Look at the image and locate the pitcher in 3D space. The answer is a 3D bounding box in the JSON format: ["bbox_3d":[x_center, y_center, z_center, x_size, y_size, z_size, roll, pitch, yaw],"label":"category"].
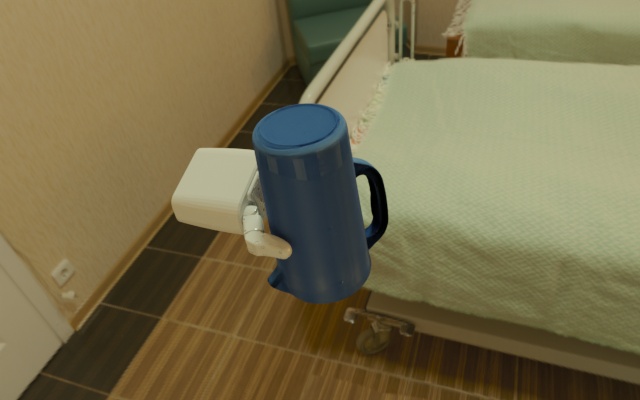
[{"bbox_3d":[0.000,0.002,0.607,0.145,0.243,0.149,7,43,18],"label":"pitcher"}]
